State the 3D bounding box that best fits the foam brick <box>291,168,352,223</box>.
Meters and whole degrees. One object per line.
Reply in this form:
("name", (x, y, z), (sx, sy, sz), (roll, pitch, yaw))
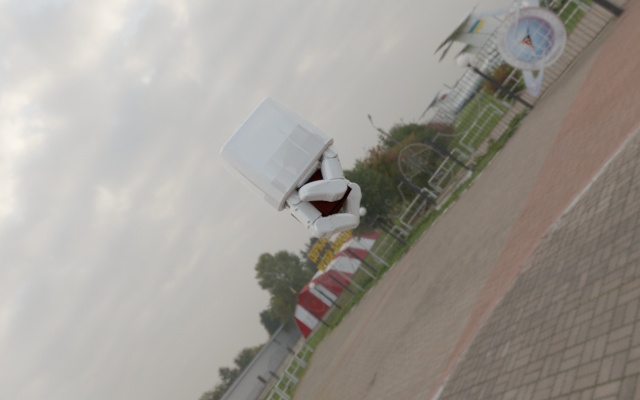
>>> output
("foam brick", (0.000, 0.002, 0.646), (0.051, 0.053, 0.078), (37, -28, 6))
